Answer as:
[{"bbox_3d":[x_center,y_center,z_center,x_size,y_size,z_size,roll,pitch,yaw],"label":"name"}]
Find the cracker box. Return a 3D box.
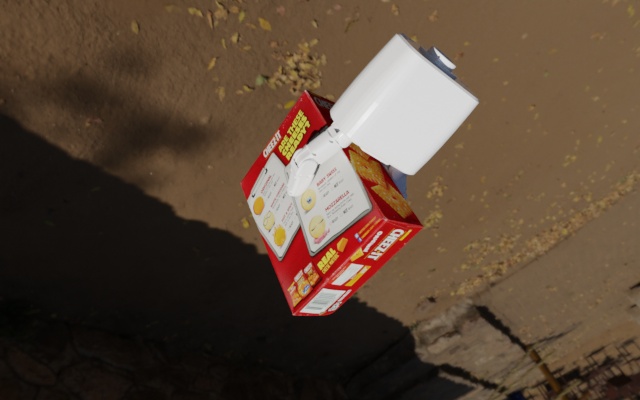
[{"bbox_3d":[0.000,0.002,0.567,0.072,0.213,0.164,13,-52,-41],"label":"cracker box"}]
